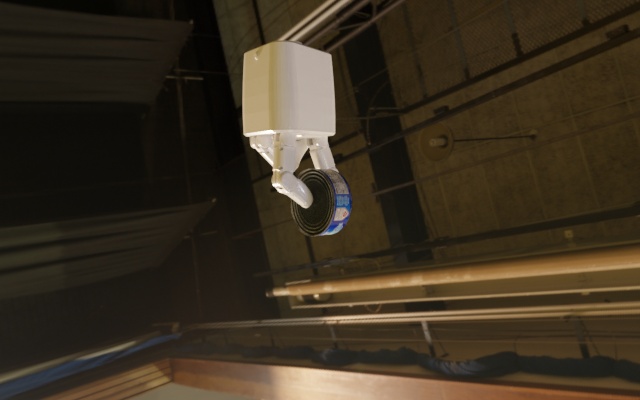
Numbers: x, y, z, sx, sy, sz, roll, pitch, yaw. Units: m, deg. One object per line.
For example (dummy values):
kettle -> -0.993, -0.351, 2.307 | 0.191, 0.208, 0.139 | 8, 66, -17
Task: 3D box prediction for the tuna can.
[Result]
tuna can -> 0.001, 0.002, 0.608 | 0.034, 0.086, 0.086 | -1, 1, -41
